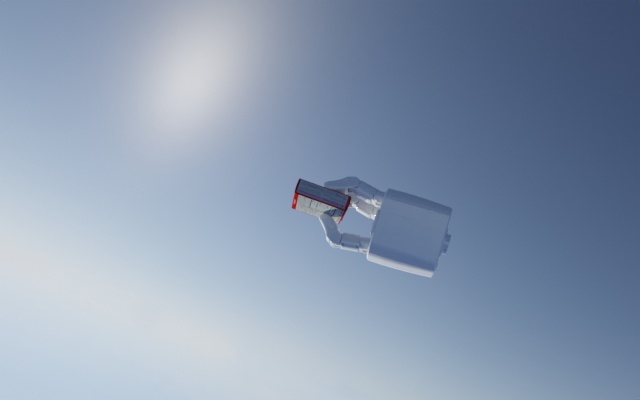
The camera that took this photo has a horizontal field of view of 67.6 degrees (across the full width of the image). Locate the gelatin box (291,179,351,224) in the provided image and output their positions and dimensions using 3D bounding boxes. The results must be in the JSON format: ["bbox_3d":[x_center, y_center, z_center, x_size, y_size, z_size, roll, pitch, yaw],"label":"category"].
[{"bbox_3d":[0.000,0.003,0.777,0.089,0.030,0.073,19,-21,0],"label":"gelatin box"}]
